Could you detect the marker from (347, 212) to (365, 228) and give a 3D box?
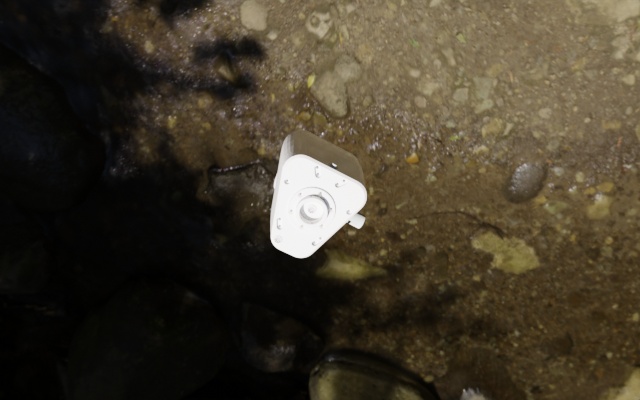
[{"bbox_3d":[0.000,0.002,0.604,0.121,0.020,0.020,26,-5,-10],"label":"marker"}]
